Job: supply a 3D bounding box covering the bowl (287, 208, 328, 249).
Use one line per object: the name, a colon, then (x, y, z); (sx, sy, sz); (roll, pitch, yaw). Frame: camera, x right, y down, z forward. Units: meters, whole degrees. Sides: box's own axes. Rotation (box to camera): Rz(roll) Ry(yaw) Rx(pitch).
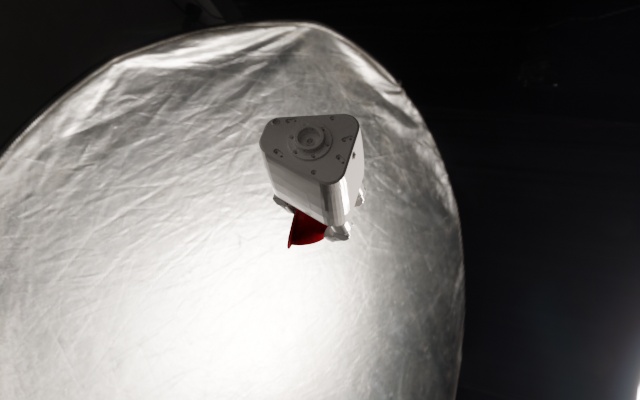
bowl: (0.001, 0.003, 0.711); (0.055, 0.162, 0.162); (17, 0, 2)
